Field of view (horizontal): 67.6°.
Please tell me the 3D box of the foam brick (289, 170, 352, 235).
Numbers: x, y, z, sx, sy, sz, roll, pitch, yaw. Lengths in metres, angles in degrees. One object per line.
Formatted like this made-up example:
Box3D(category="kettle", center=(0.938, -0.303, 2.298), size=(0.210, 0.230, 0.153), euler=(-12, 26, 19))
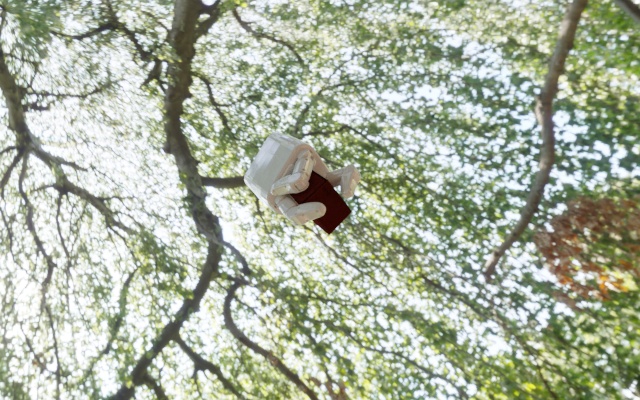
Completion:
Box3D(category="foam brick", center=(0.000, 0.003, 0.729), size=(0.078, 0.053, 0.051), euler=(52, -10, -35))
